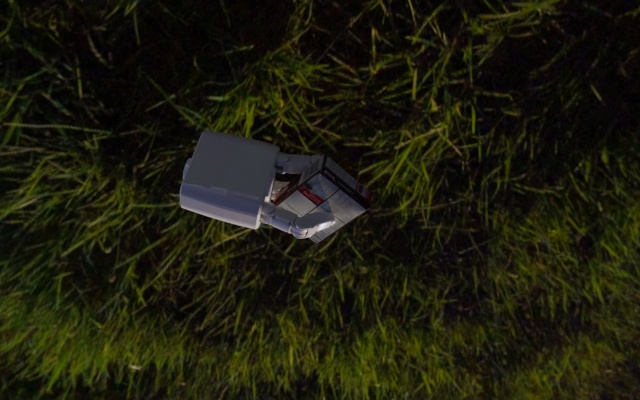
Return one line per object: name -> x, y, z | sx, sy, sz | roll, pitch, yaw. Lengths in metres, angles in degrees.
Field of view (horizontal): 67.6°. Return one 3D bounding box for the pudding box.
pudding box -> 0.000, 0.002, 0.651 | 0.090, 0.039, 0.113 | 37, -49, -20
